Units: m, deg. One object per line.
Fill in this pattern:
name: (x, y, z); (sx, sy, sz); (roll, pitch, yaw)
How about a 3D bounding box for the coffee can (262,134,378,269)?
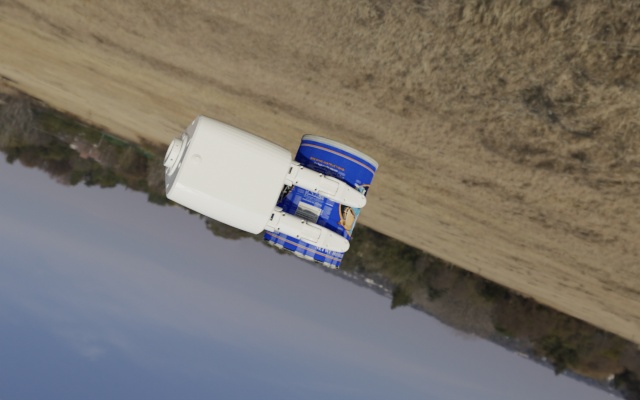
coffee can: (0.000, 0.002, 0.598); (0.103, 0.140, 0.103); (21, -4, 1)
